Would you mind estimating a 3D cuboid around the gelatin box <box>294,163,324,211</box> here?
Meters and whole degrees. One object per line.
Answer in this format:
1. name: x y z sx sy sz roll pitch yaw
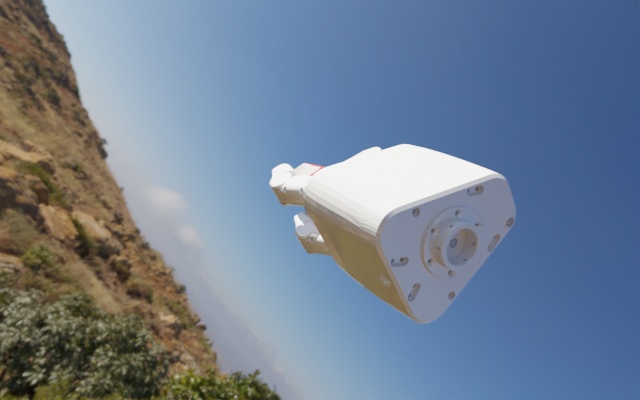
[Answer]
1. gelatin box: 0.000 0.001 0.484 0.030 0.073 0.089 -33 13 -8
